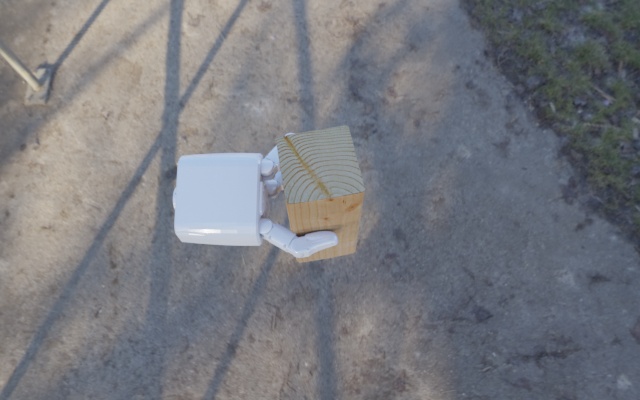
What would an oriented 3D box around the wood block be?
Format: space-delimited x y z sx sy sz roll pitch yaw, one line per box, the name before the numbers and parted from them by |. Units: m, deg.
wood block | 0.000 0.002 0.630 0.090 0.090 0.206 -10 -25 -3
